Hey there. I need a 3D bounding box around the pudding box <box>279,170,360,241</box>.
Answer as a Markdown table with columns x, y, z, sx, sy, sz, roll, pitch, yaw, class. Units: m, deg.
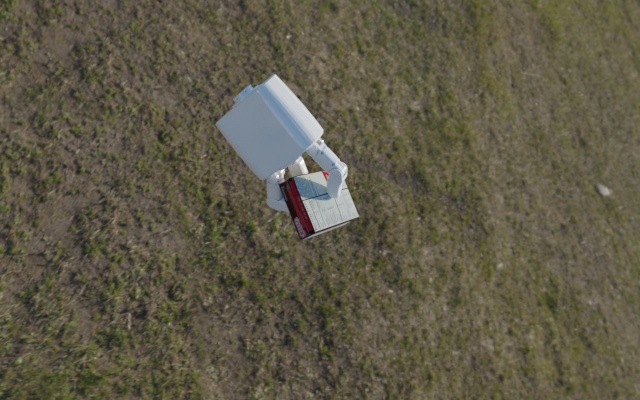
| x | y | z | sx | sy | sz | roll | pitch | yaw | class |
| --- | --- | --- | --- | --- | --- | --- | --- | --- | --- |
| 0.000 | 0.002 | 0.722 | 0.113 | 0.090 | 0.039 | -16 | -7 | -46 | pudding box |
